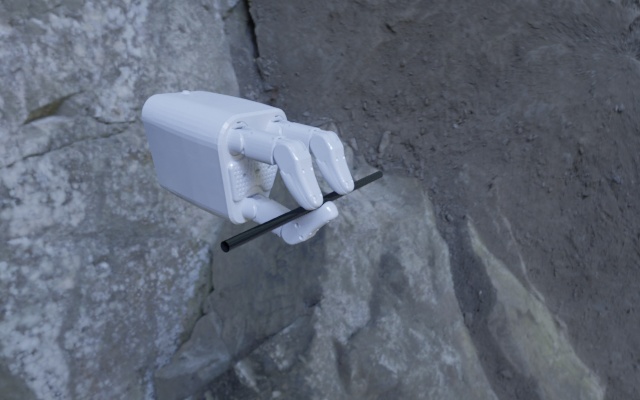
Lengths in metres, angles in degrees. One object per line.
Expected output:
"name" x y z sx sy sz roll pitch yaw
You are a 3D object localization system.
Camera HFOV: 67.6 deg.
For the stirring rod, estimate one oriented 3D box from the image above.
"stirring rod" 0.000 0.001 0.414 0.011 0.011 0.239 0 14 33
